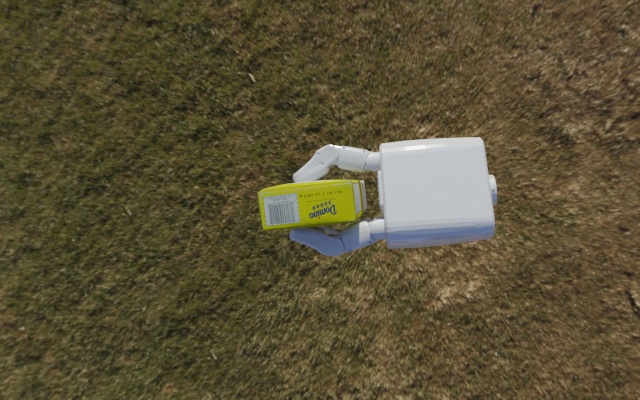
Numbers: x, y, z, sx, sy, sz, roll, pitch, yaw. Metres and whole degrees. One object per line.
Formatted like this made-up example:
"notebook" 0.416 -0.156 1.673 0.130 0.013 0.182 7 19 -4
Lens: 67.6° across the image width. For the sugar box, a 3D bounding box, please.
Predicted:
"sugar box" 0.000 0.002 0.532 0.093 0.048 0.176 -5 -1 10
